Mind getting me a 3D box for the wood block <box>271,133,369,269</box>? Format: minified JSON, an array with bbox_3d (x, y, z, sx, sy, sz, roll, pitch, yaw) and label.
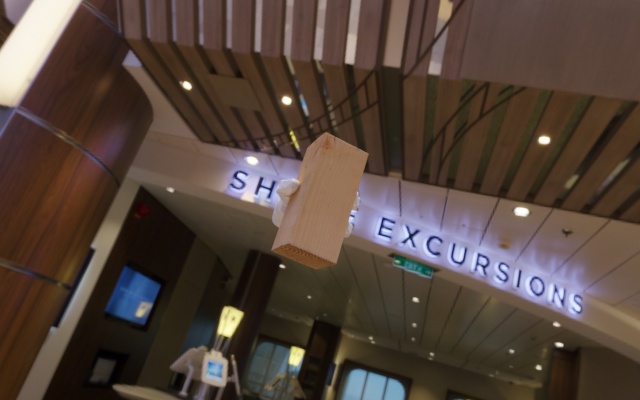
[{"bbox_3d":[0.000,0.003,0.824,0.091,0.206,0.090,24,-21,-17],"label":"wood block"}]
